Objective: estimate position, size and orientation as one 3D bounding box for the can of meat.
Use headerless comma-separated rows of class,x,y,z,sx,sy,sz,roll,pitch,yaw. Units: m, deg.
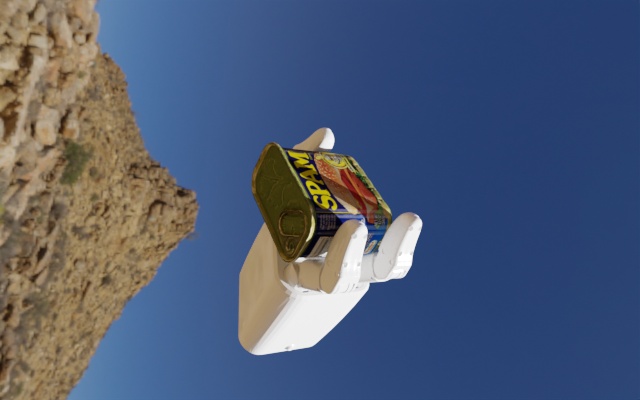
can of meat,0.000,0.001,0.405,0.084,0.057,0.102,3,43,-35
